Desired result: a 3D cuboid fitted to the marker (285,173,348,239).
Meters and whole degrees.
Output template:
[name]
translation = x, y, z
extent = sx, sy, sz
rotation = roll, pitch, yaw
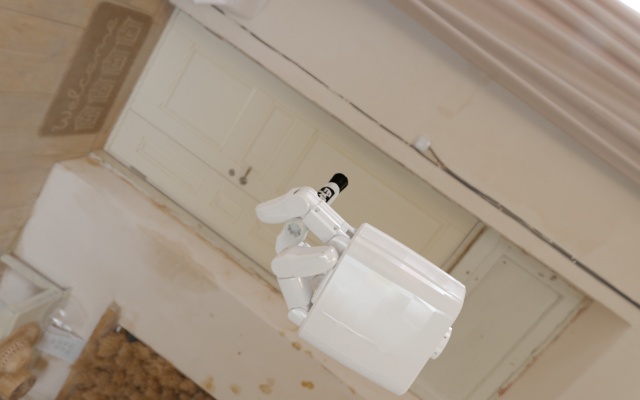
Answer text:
[marker]
translation = 0.000, 0.001, 0.465
extent = 0.020, 0.020, 0.121
rotation = 0, 24, 25
